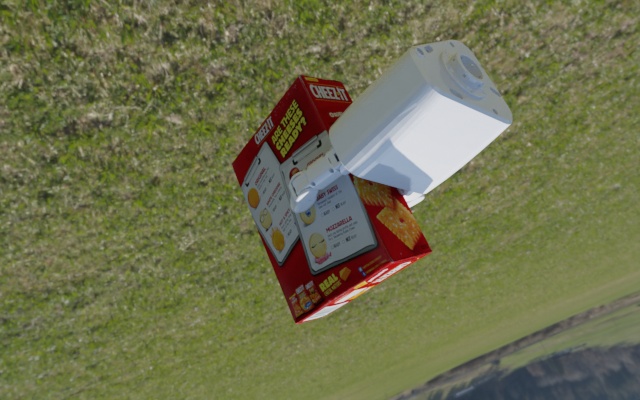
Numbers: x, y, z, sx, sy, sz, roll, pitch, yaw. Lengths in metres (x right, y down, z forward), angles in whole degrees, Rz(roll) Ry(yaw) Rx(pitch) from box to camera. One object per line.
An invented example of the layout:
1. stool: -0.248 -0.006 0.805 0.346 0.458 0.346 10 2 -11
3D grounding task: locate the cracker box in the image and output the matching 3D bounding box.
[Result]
1. cracker box: 0.000 0.002 0.520 0.072 0.213 0.164 -5 -27 -43
